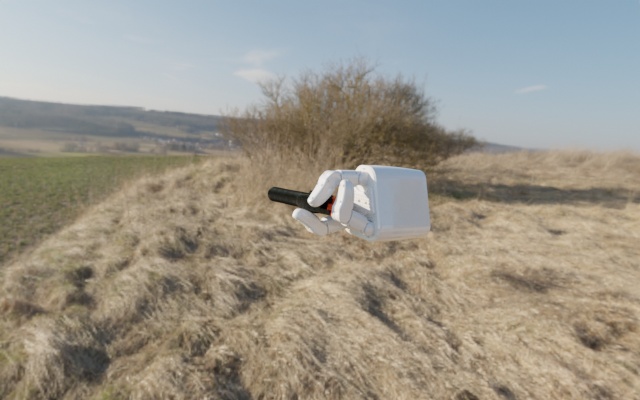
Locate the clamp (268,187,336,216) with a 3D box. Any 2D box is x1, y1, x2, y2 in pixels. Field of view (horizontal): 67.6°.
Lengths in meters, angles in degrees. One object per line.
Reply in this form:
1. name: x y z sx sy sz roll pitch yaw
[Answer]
1. clamp: 0.000 0.002 0.768 0.120 0.039 0.171 -1 10 -30
